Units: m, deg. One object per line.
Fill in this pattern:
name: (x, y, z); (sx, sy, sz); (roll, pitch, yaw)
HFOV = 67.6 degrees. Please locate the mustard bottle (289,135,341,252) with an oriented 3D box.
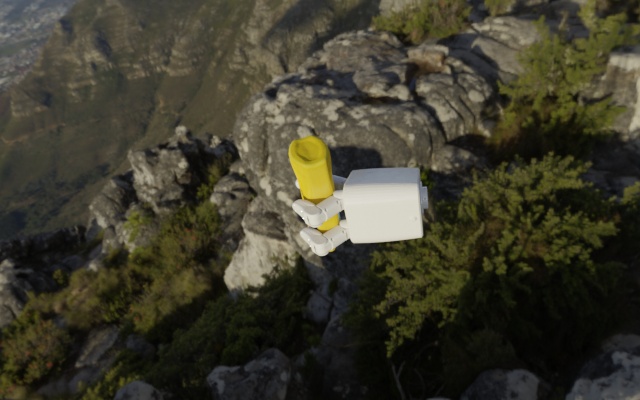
mustard bottle: (0.000, 0.002, 0.740); (0.058, 0.192, 0.096); (-18, 35, -7)
